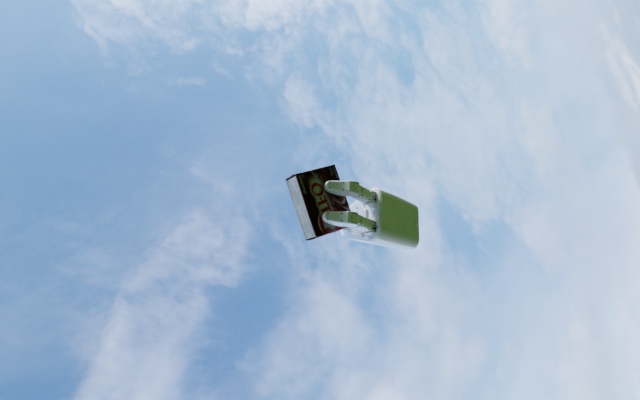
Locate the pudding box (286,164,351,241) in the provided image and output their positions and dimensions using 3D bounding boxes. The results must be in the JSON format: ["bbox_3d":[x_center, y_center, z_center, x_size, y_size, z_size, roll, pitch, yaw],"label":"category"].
[{"bbox_3d":[0.000,0.003,0.813,0.090,0.113,0.039,-17,-5,-40],"label":"pudding box"}]
